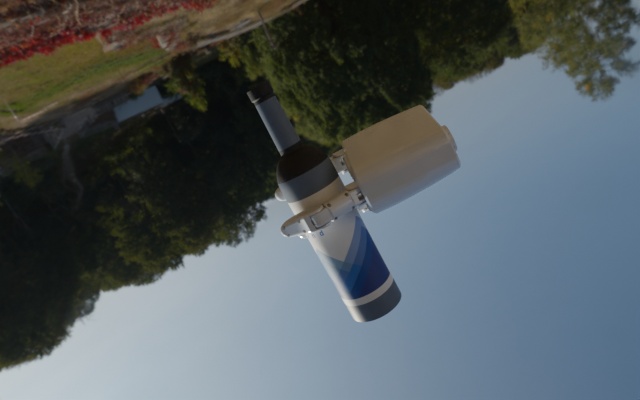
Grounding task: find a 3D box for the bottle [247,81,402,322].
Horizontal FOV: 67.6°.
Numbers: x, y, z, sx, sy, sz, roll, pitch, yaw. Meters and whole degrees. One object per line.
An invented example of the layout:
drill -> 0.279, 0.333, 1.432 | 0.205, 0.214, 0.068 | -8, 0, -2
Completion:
bottle -> 0.000, 0.002, 0.551 | 0.069, 0.296, 0.069 | -27, 13, 7
